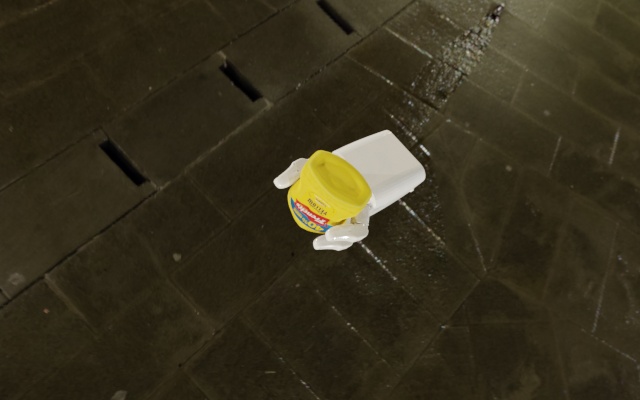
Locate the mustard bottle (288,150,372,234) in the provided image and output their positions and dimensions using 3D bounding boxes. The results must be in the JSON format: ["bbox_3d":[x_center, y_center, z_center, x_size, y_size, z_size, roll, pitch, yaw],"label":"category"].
[{"bbox_3d":[0.000,0.002,0.699,0.096,0.058,0.192,38,-25,-1],"label":"mustard bottle"}]
